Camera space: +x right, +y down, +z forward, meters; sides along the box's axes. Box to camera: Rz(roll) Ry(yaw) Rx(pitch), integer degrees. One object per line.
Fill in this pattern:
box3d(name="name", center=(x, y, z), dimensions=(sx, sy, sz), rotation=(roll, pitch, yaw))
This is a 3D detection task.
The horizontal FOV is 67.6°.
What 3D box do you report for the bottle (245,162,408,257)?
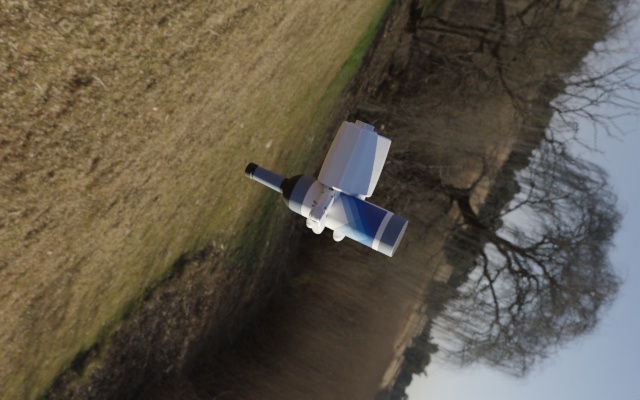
box3d(name="bottle", center=(0.000, 0.003, 0.816), dimensions=(0.295, 0.069, 0.069), rotation=(25, 7, 16))
